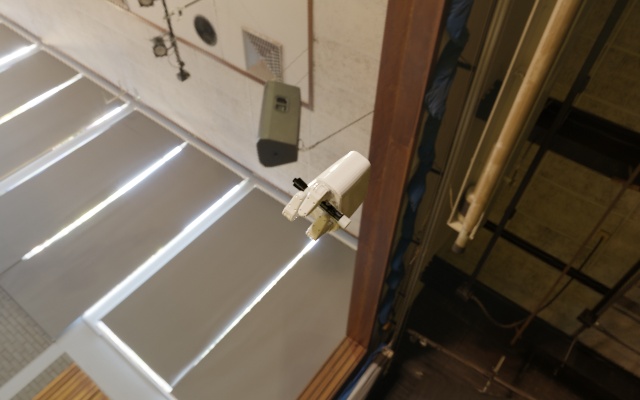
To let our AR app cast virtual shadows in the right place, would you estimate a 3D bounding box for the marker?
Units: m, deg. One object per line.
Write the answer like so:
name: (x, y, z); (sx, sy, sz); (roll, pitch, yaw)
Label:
marker: (0.000, 0.003, 0.804); (0.121, 0.020, 0.020); (40, 8, 9)
